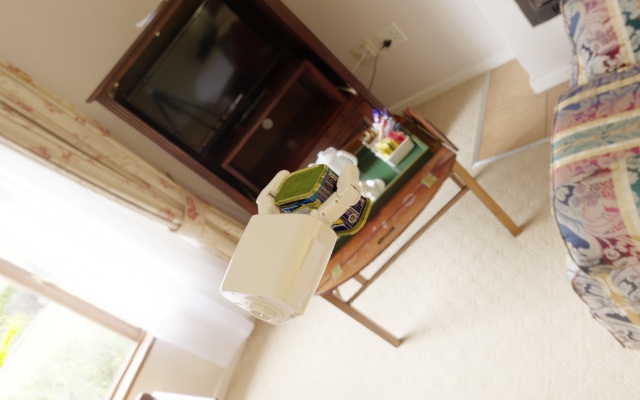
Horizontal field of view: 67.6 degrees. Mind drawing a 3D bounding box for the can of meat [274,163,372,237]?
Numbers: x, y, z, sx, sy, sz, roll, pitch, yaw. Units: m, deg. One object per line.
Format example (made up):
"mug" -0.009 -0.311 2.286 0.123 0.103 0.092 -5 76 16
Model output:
"can of meat" 0.000 0.002 0.619 0.084 0.057 0.102 39 -30 -26
